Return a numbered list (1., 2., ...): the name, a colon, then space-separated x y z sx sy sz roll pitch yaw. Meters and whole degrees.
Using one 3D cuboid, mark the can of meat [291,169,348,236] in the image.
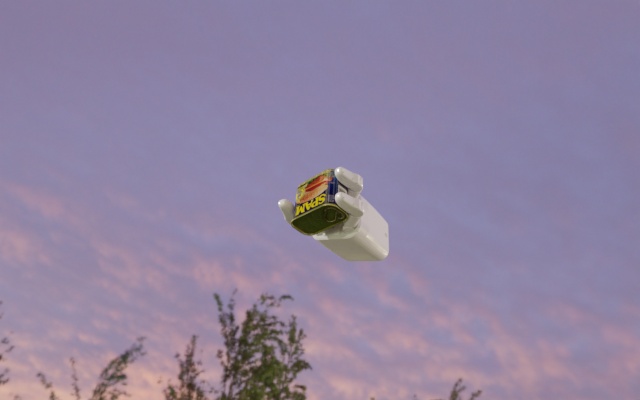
1. can of meat: 0.000 0.003 0.844 0.102 0.084 0.057 -26 -47 34
